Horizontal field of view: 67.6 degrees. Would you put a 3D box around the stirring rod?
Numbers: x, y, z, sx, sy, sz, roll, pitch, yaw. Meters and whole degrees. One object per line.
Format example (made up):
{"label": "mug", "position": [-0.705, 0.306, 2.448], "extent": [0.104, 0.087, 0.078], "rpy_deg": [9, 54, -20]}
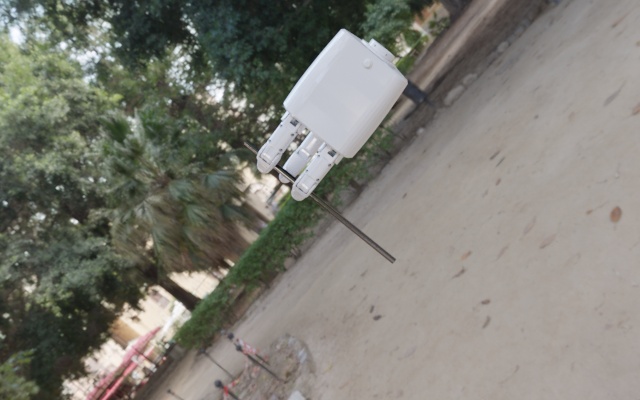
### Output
{"label": "stirring rod", "position": [0.000, 0.002, 0.604], "extent": [0.239, 0.011, 0.011], "rpy_deg": [39, -2, -2]}
